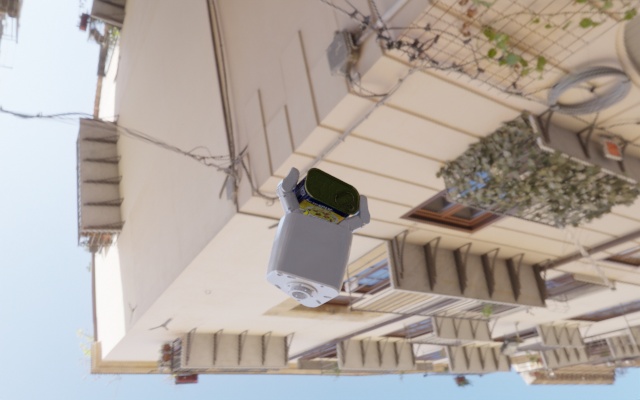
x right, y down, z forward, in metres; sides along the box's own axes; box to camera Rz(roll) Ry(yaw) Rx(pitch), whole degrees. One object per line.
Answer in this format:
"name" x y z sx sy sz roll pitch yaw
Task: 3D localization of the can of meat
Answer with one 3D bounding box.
"can of meat" 0.000 0.003 0.796 0.102 0.057 0.084 25 -38 -21
